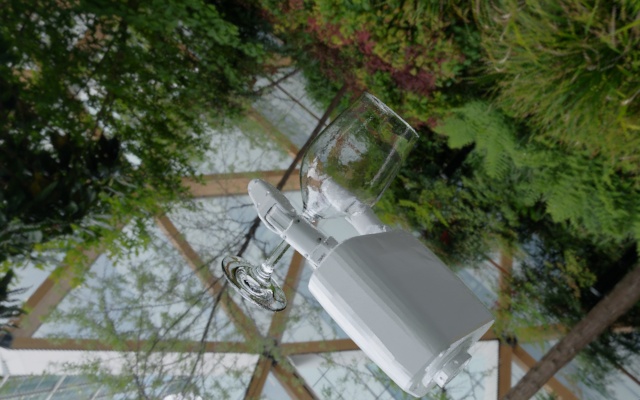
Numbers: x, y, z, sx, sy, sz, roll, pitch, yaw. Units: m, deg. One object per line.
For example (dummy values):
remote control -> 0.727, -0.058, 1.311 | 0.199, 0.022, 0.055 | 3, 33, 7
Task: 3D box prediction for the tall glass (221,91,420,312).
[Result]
tall glass -> 0.000, 0.002, 0.427 | 0.079, 0.201, 0.079 | 37, 10, -8
